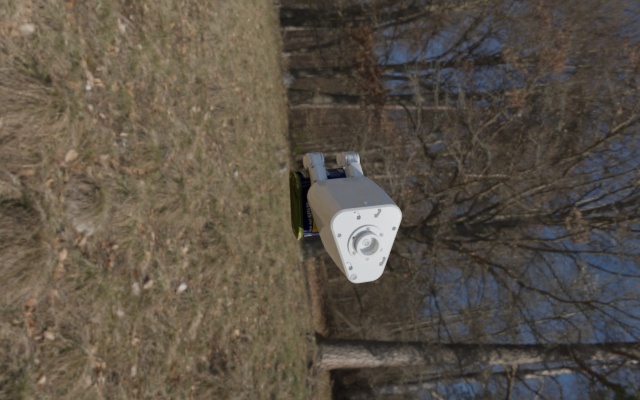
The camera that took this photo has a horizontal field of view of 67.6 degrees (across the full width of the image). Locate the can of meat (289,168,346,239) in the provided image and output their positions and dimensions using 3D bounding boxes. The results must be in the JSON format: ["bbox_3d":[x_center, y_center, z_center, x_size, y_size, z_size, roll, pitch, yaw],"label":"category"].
[{"bbox_3d":[0.000,0.002,0.722,0.084,0.102,0.057,-6,18,-14],"label":"can of meat"}]
